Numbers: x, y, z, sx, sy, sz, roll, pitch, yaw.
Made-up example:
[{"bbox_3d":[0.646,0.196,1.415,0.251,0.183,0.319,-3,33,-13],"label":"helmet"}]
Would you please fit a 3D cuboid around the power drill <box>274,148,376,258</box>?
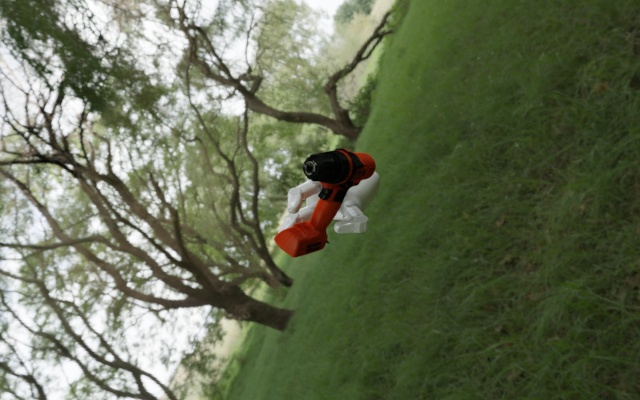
[{"bbox_3d":[0.000,0.003,0.765,0.057,0.188,0.184,42,24,23],"label":"power drill"}]
